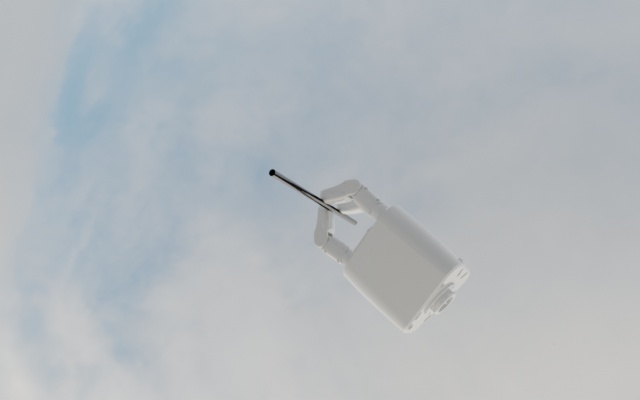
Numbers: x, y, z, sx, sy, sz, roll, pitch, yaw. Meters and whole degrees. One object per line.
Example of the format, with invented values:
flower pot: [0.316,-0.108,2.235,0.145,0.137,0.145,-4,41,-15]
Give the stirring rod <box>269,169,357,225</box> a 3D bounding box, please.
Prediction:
stirring rod: [0.000,0.002,0.606,0.011,0.011,0.239,0,-15,26]
